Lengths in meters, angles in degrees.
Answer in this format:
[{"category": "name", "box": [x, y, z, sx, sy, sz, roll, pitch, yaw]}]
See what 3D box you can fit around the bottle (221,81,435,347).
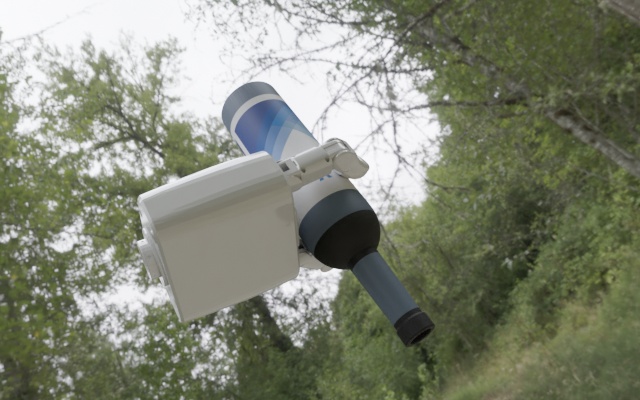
[{"category": "bottle", "box": [0.000, 0.001, 0.434, 0.069, 0.069, 0.295, 0, 43, -45]}]
